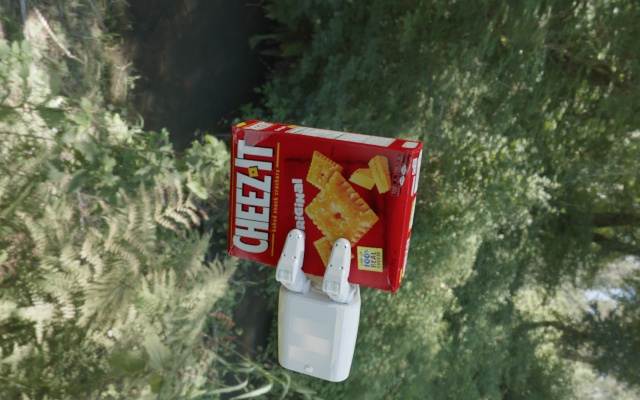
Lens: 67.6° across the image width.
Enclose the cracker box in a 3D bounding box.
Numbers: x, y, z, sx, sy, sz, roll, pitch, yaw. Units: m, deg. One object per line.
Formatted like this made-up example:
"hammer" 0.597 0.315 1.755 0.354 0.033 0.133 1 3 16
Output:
"cracker box" 0.000 0.002 0.560 0.213 0.164 0.072 10 17 16
